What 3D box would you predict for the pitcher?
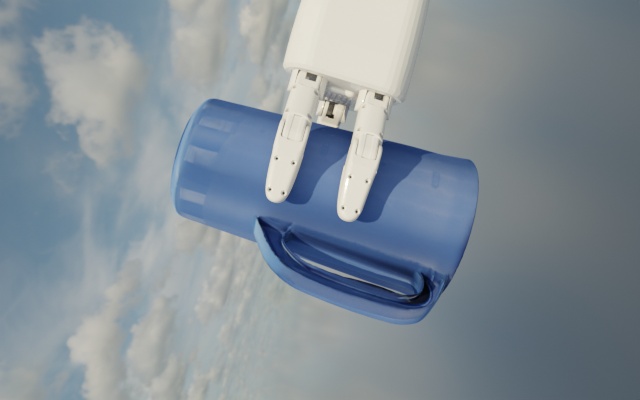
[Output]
[{"bbox_3d":[0.000,0.001,0.414,0.243,0.145,0.149,16,0,-2],"label":"pitcher"}]
